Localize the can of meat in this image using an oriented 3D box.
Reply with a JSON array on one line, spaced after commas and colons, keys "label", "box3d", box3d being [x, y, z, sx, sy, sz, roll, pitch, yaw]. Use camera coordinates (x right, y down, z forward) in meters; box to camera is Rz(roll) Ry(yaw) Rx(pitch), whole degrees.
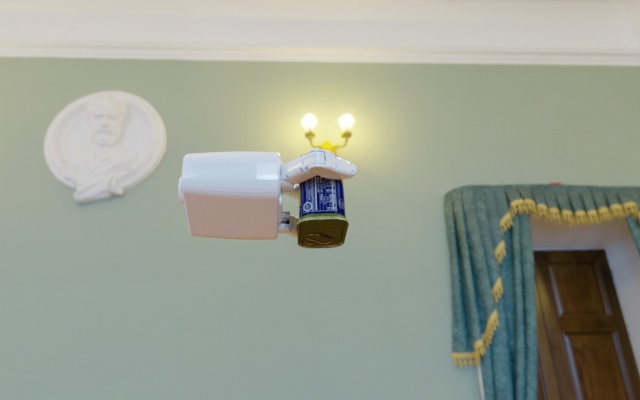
[{"label": "can of meat", "box3d": [0.000, 0.002, 0.566, 0.057, 0.084, 0.102, -2, -23, -2]}]
